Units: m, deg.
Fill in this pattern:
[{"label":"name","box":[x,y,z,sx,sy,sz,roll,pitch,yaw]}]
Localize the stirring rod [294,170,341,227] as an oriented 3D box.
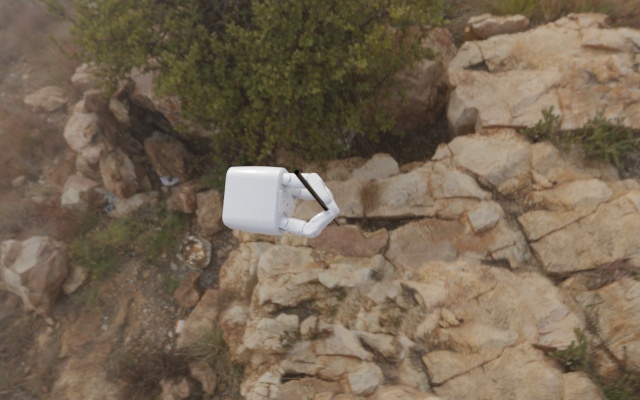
[{"label":"stirring rod","box":[0.000,0.003,0.775,0.011,0.011,0.240,0,-20,17]}]
